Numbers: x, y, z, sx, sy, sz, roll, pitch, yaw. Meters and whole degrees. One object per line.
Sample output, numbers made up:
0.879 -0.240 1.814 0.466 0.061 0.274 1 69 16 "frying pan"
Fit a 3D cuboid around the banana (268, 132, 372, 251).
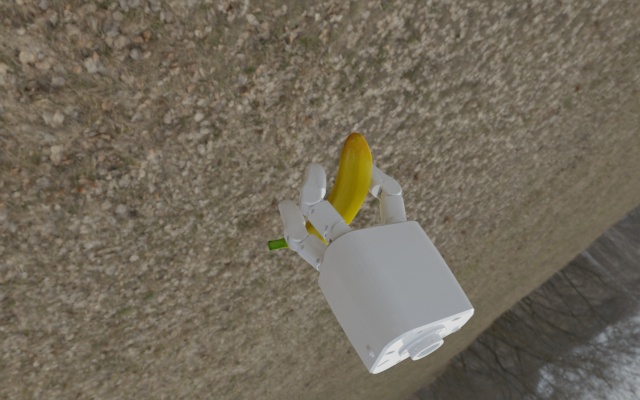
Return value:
0.013 0.005 0.539 0.069 0.037 0.198 4 -43 -37 "banana"
